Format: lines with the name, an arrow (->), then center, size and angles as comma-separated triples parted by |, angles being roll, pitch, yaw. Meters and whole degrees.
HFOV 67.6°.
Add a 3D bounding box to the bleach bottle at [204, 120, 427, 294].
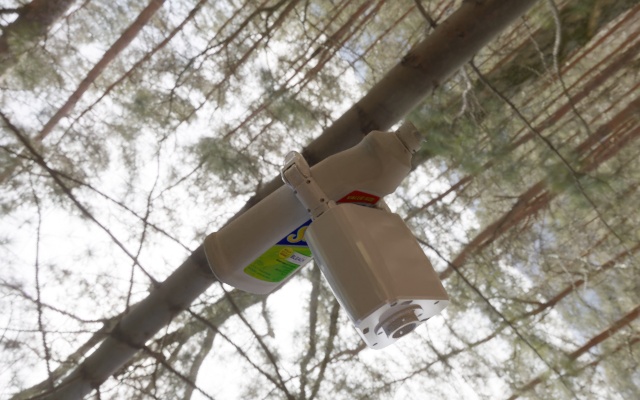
bleach bottle -> 0.000, 0.002, 0.510 | 0.251, 0.068, 0.103 | -39, -36, 14
